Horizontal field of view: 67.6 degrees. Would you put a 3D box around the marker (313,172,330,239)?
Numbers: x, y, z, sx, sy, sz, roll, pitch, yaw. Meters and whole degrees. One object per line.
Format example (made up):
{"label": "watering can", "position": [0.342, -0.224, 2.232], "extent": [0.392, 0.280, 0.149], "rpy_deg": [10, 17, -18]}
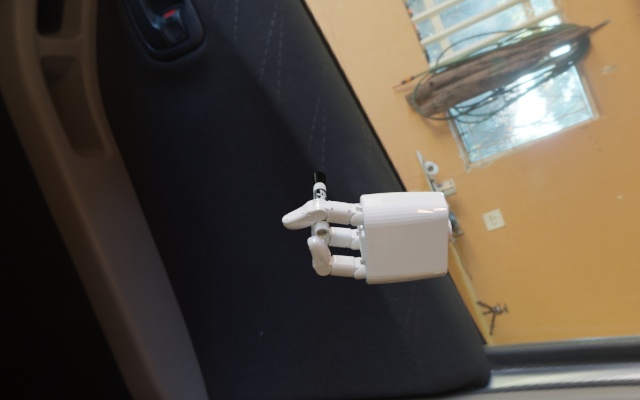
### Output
{"label": "marker", "position": [0.000, 0.002, 0.636], "extent": [0.020, 0.020, 0.121], "rpy_deg": [0, 41, -3]}
